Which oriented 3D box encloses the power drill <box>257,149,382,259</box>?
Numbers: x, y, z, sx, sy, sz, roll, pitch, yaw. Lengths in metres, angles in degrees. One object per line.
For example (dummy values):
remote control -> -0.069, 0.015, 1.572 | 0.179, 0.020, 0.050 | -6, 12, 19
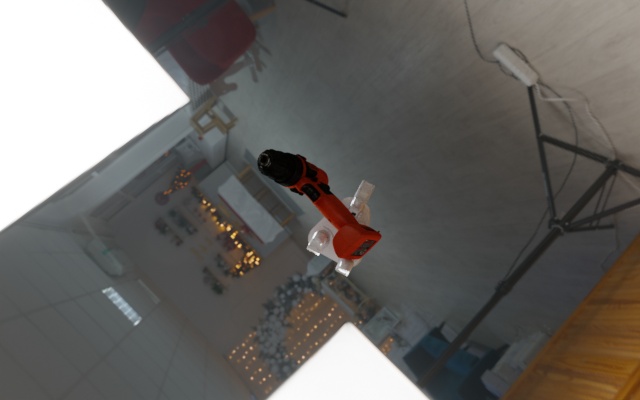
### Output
power drill -> 0.000, 0.003, 0.723 | 0.057, 0.187, 0.184 | -45, -23, 14
